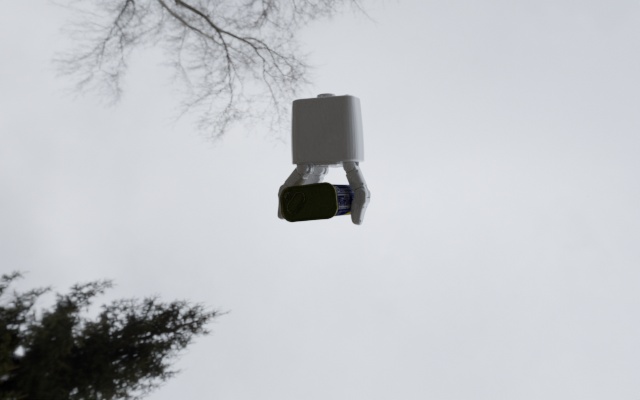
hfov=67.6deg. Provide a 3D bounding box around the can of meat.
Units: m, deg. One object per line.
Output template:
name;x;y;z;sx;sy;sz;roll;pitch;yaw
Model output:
can of meat;0.000;0.003;0.775;0.102;0.057;0.084;-7;-2;29
